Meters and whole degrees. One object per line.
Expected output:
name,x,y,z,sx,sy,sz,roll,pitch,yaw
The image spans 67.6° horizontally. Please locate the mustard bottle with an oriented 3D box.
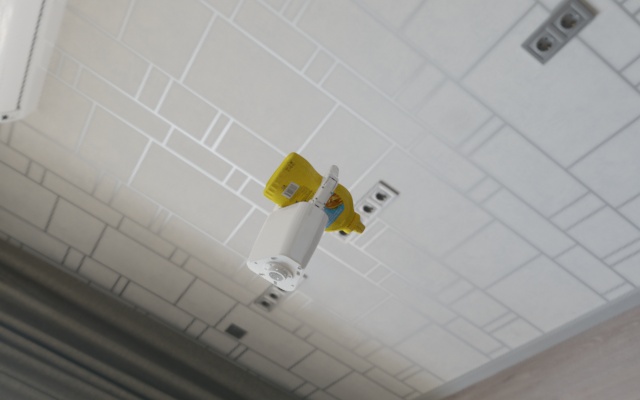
mustard bottle,0.000,0.002,0.851,0.191,0.096,0.058,34,28,-13
